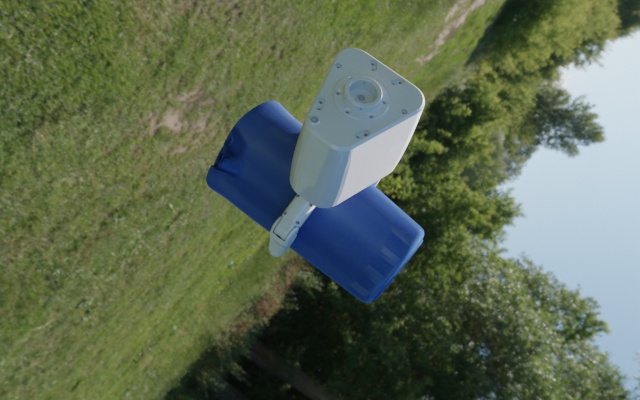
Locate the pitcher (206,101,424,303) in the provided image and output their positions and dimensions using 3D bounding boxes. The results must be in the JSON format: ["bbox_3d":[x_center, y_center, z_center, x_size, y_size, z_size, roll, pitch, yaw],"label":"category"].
[{"bbox_3d":[0.000,0.002,0.571,0.243,0.149,0.145,39,-25,11],"label":"pitcher"}]
